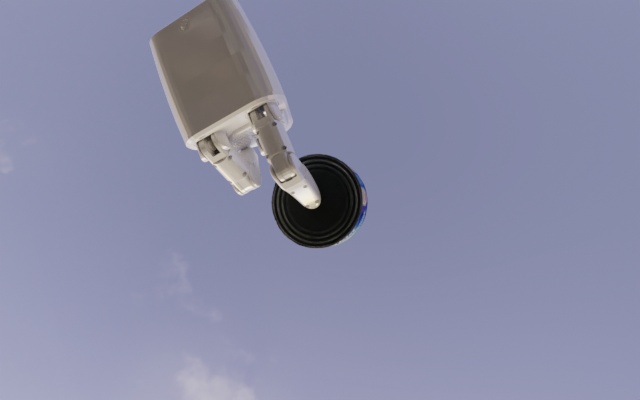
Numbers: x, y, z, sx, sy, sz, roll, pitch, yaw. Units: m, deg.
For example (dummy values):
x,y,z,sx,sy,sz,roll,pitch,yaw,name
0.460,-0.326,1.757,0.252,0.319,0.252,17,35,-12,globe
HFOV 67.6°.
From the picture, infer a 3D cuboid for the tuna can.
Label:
x,y,z,sx,sy,sz,roll,pitch,yaw,name
0.000,0.002,0.446,0.086,0.086,0.034,0,-4,16,tuna can
